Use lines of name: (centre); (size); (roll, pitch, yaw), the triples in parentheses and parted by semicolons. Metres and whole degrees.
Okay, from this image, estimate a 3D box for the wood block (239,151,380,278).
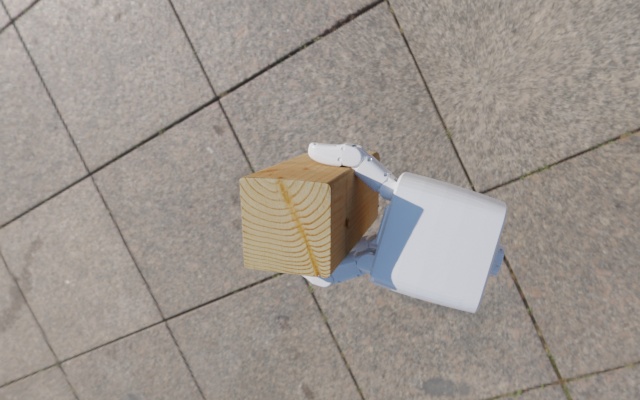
wood block: (0.000, 0.001, 0.527); (0.090, 0.091, 0.206); (4, 14, 18)
